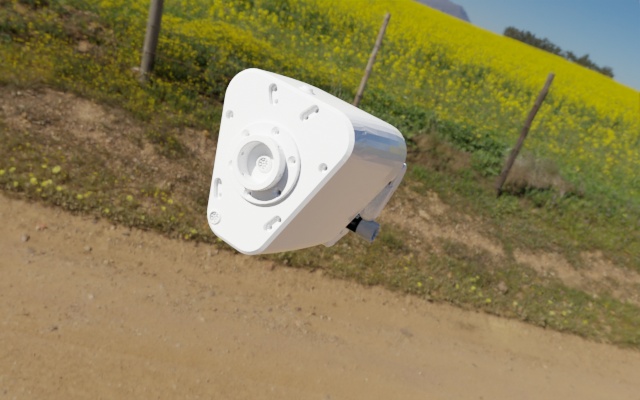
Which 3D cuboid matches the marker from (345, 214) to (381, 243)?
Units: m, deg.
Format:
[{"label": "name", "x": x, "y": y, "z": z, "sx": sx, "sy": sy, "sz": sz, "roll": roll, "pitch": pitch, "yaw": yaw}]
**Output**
[{"label": "marker", "x": 0.000, "y": 0.001, "z": 0.446, "sx": 0.121, "sy": 0.020, "sz": 0.020, "roll": 30, "pitch": 11, "yaw": 20}]
